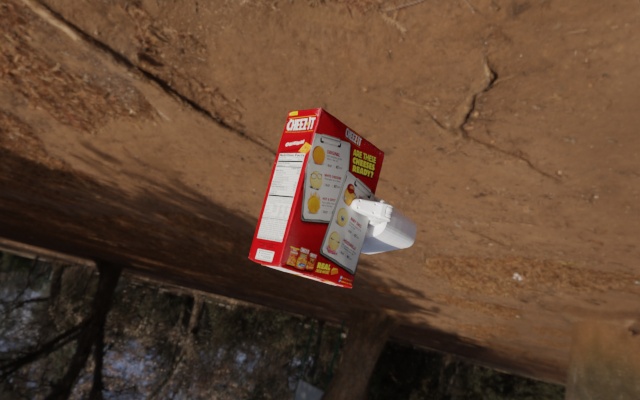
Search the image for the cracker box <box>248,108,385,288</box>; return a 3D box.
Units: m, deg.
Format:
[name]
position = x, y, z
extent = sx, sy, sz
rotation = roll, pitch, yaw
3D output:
[cracker box]
position = 0.000, 0.002, 0.675
extent = 0.072, 0.213, 0.164
rotation = 5, -14, 40
